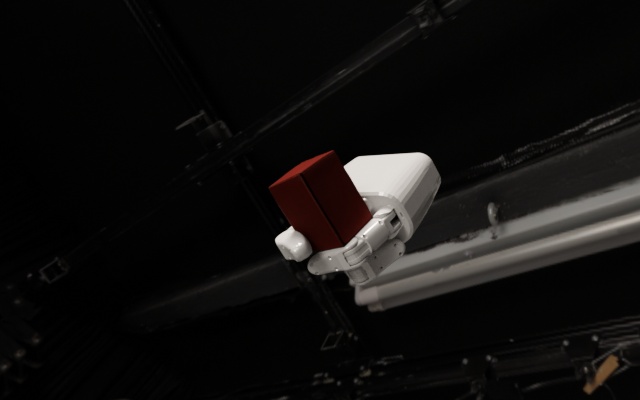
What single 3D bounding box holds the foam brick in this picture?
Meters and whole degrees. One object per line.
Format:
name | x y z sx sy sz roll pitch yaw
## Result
foam brick | 0.000 0.001 0.450 0.053 0.078 0.051 -16 20 49
